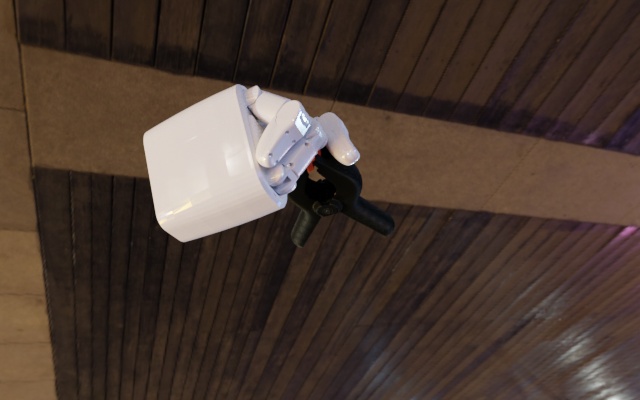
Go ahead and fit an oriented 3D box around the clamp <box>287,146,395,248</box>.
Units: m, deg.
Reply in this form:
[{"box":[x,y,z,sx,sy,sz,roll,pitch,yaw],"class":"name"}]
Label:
[{"box":[0.000,0.002,0.503,0.120,0.039,0.172,-19,-40,15],"class":"clamp"}]
